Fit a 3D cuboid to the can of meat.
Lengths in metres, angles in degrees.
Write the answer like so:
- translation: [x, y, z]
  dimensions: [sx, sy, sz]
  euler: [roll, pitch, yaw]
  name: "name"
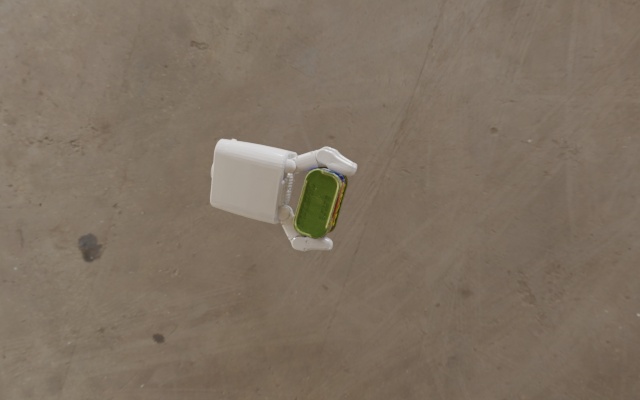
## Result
- translation: [0.000, 0.002, 0.700]
  dimensions: [0.057, 0.102, 0.084]
  euler: [16, 6, 7]
  name: "can of meat"
